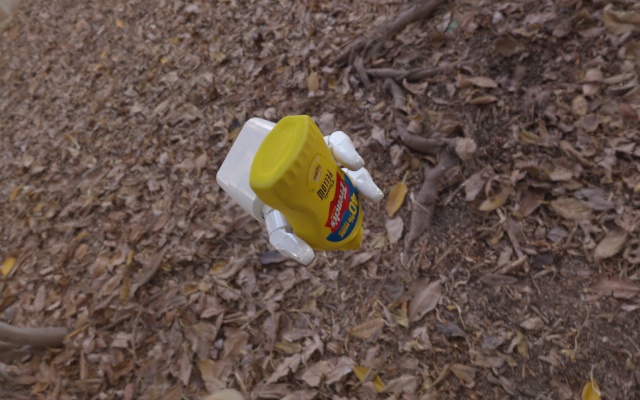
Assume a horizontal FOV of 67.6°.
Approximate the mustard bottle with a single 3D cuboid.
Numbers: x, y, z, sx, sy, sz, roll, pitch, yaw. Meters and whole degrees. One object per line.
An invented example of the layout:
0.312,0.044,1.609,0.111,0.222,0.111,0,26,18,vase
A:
0.000,0.002,0.536,0.058,0.096,0.192,2,-33,34,mustard bottle
